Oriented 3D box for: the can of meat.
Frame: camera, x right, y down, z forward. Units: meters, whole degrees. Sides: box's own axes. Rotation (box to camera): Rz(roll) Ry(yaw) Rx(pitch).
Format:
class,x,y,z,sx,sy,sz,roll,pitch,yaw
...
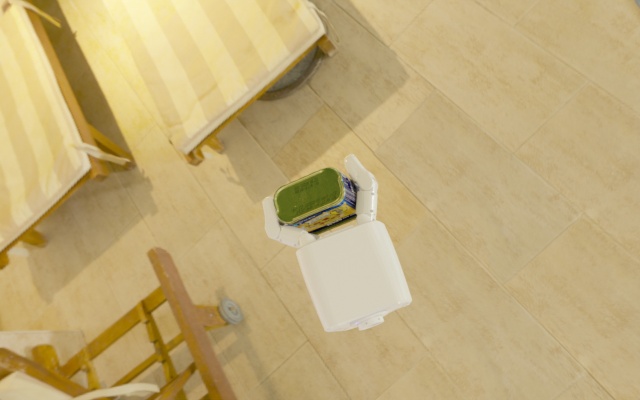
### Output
class,x,y,z,sx,sy,sz,roll,pitch,yaw
can of meat,0.000,0.002,0.629,0.102,0.057,0.084,-23,-20,18
